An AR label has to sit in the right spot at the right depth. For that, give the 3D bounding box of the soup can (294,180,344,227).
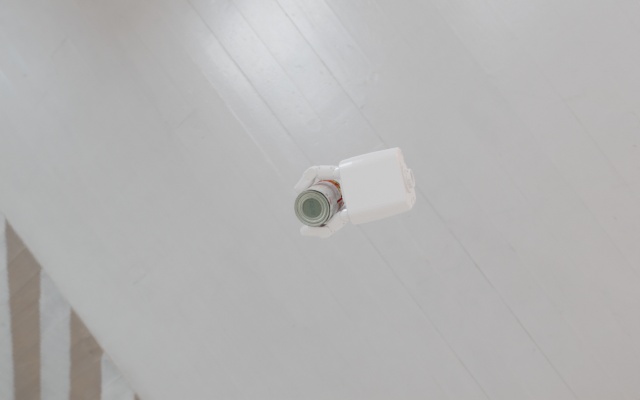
[{"bbox_3d":[0.000,0.003,0.868,0.068,0.068,0.102,0,13,18],"label":"soup can"}]
